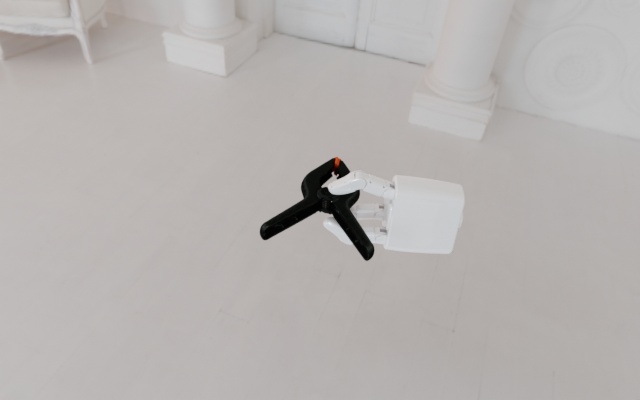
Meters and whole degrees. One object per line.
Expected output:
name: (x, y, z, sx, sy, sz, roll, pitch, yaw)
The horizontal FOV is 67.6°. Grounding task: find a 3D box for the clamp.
clamp: (0.000, 0.001, 0.738, 0.164, 0.036, 0.209, 7, 42, -1)
